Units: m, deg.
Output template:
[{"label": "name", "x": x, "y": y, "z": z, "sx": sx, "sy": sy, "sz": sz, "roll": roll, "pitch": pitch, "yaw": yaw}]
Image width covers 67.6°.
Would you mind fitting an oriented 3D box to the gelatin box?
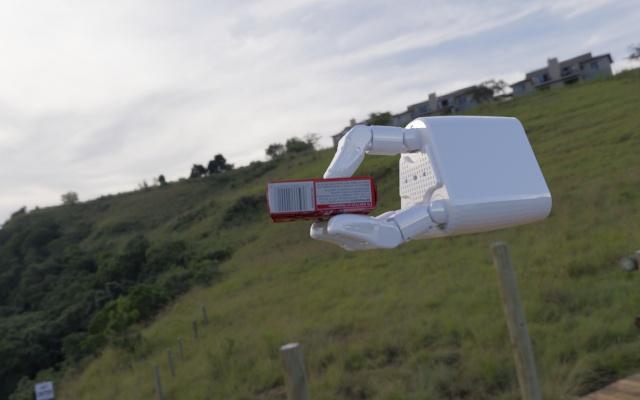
[{"label": "gelatin box", "x": 0.000, "y": 0.001, "z": 0.415, "sx": 0.089, "sy": 0.030, "sz": 0.073, "roll": -3, "pitch": -7, "yaw": -3}]
